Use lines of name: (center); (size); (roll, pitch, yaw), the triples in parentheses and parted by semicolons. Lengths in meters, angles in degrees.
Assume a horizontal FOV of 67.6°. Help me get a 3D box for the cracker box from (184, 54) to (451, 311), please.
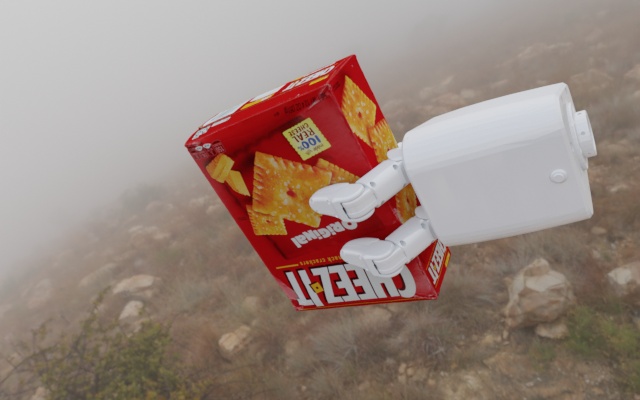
cracker box: (0.000, 0.001, 0.437); (0.164, 0.214, 0.072); (-13, 28, 34)
